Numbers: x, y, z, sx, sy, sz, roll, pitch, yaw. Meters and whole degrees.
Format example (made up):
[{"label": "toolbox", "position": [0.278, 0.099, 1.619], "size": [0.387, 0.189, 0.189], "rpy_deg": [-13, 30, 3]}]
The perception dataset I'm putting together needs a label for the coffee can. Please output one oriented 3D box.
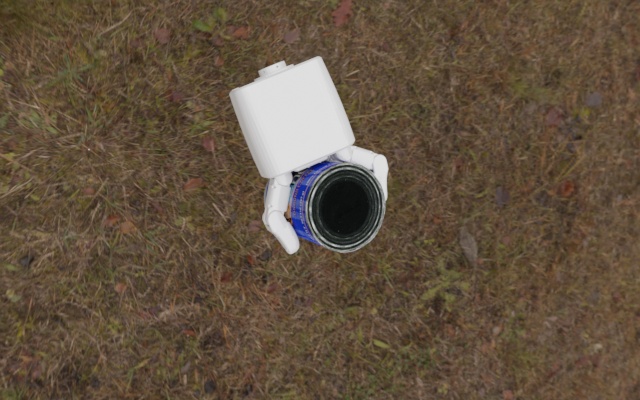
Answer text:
[{"label": "coffee can", "position": [0.000, 0.002, 0.598], "size": [0.103, 0.103, 0.140], "rpy_deg": [0, 5, -26]}]
